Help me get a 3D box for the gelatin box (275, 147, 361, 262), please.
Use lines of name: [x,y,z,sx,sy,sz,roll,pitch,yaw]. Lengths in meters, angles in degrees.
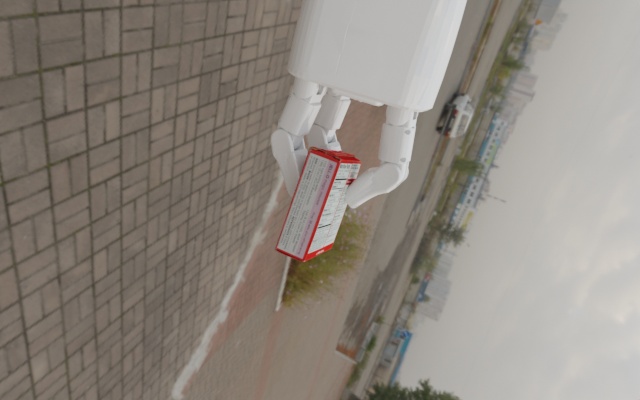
gelatin box: [0.000,0.002,0.401,0.030,0.089,0.073,21,10,16]
